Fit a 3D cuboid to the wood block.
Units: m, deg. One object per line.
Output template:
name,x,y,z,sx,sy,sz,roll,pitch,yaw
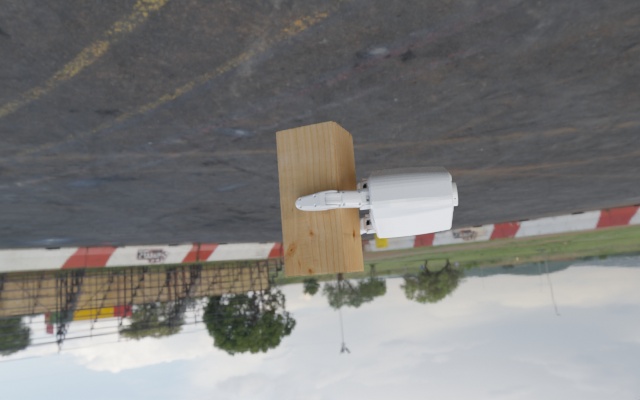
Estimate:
wood block,0.000,0.002,0.689,0.090,0.206,0.091,-8,-9,21
